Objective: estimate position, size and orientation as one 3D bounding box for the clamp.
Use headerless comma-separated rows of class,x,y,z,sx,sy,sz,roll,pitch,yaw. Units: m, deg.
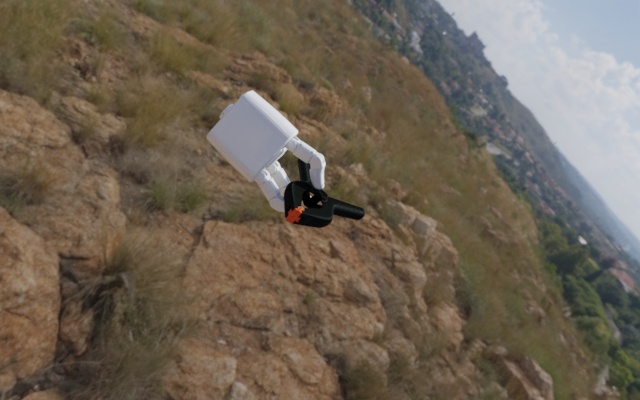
clamp,0.000,0.002,0.822,0.164,0.036,0.210,41,25,-3
